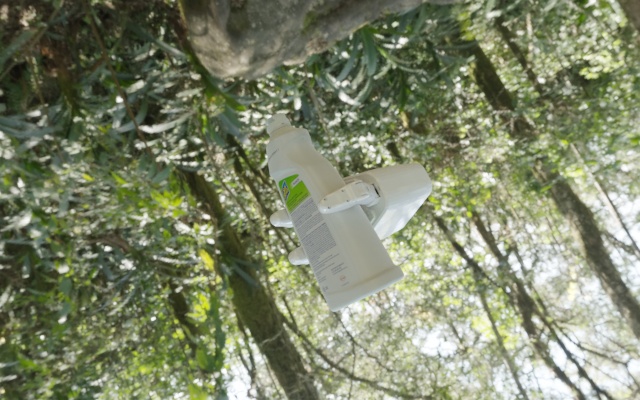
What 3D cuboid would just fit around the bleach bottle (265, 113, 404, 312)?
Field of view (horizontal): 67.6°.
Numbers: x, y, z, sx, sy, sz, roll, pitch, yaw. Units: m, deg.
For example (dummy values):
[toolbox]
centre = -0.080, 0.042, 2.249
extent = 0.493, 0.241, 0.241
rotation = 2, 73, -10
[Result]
[bleach bottle]
centre = 0.000, 0.002, 0.582
extent = 0.068, 0.250, 0.103
rotation = -16, -15, -41
